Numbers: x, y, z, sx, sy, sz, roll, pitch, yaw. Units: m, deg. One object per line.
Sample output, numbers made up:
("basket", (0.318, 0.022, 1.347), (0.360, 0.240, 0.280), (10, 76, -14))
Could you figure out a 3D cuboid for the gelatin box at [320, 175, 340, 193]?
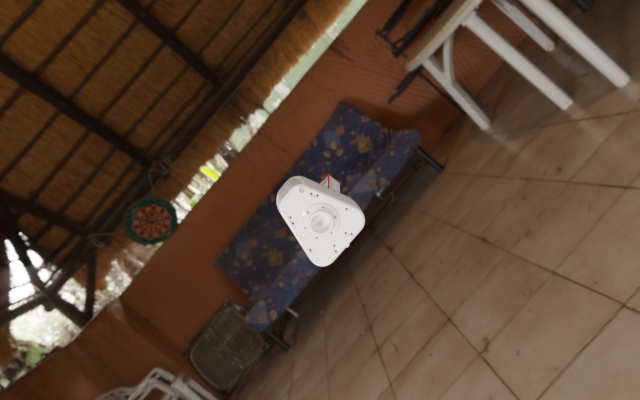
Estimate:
("gelatin box", (0.000, 0.002, 0.801), (0.030, 0.073, 0.089), (40, 15, -13))
